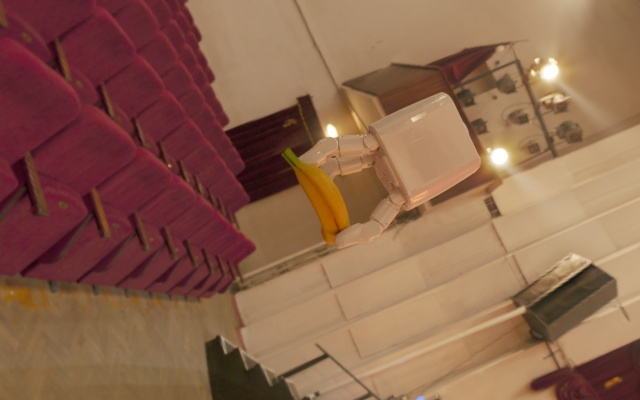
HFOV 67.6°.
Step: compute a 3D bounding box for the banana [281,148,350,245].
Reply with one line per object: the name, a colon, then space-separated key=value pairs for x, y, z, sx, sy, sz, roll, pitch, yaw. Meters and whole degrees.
banana: x=0.008 y=0.012 z=0.595 sx=0.037 sy=0.069 sz=0.198 roll=-32 pitch=-37 yaw=-7
